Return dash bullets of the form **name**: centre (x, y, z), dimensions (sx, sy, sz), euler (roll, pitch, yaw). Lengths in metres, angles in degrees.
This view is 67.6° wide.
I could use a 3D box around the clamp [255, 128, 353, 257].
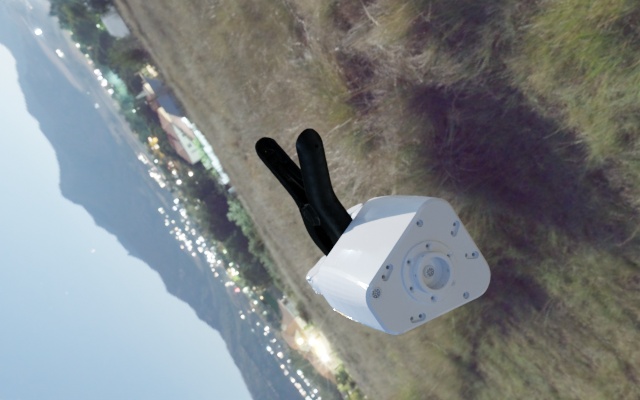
- **clamp**: centre (0.000, 0.002, 0.478), dimensions (0.039, 0.171, 0.120), euler (-37, 10, -16)
